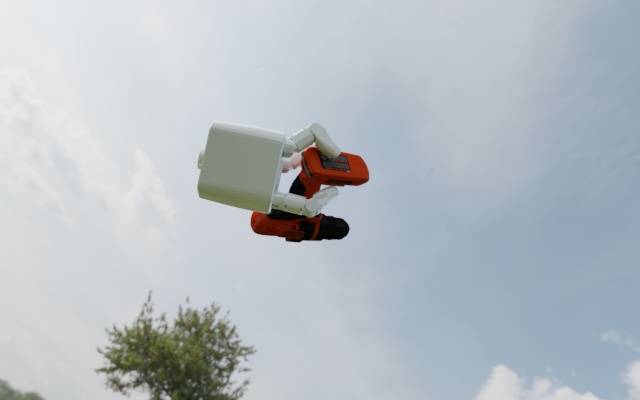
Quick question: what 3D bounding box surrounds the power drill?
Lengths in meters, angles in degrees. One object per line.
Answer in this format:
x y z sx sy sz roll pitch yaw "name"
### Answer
0.000 0.002 0.771 0.184 0.057 0.188 6 -42 -30 "power drill"
